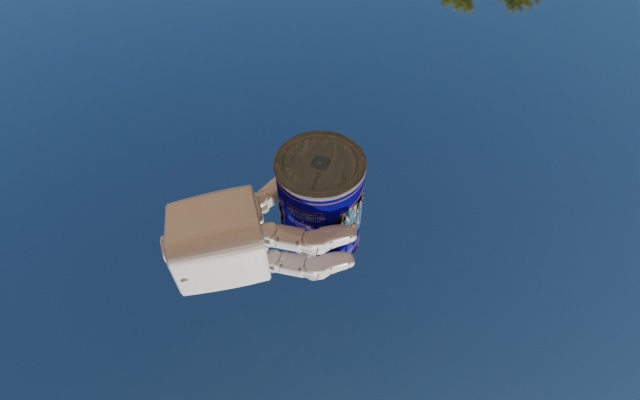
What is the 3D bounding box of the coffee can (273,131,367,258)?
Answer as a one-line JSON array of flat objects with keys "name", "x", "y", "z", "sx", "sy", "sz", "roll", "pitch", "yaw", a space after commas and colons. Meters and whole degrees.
[{"name": "coffee can", "x": 0.000, "y": 0.002, "z": 0.575, "sx": 0.103, "sy": 0.102, "sz": 0.140, "roll": 0, "pitch": -39, "yaw": 1}]
